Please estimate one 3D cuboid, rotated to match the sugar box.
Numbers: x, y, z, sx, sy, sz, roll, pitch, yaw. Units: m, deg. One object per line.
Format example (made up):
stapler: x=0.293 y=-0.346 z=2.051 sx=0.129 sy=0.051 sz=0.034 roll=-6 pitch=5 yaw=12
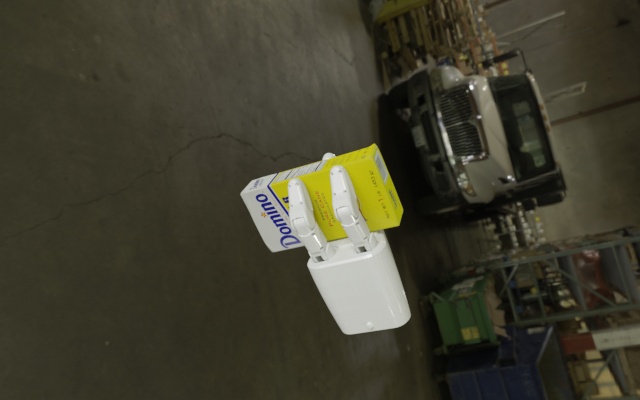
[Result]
sugar box: x=0.000 y=0.002 z=0.577 sx=0.176 sy=0.093 sz=0.048 roll=-16 pitch=22 yaw=23
